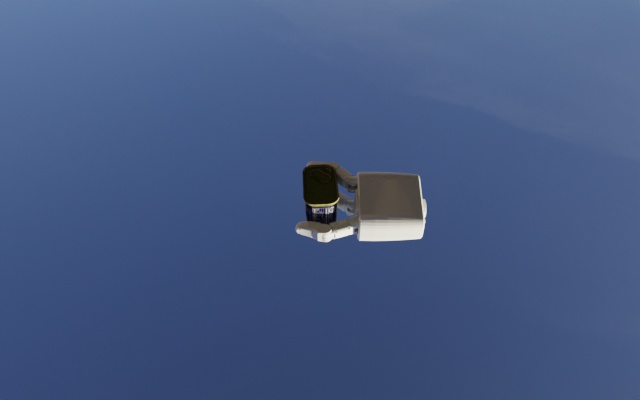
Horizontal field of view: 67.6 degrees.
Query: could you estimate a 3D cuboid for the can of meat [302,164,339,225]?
[{"bbox_3d":[0.000,0.003,0.810,0.057,0.084,0.102,-3,43,-2],"label":"can of meat"}]
